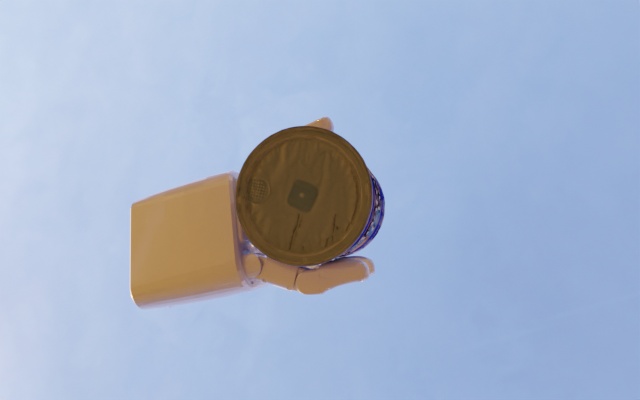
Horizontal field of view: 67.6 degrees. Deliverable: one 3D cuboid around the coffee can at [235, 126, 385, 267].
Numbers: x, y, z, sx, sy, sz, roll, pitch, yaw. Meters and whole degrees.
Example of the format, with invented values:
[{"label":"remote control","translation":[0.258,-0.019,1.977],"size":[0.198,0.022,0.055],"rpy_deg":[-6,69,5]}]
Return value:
[{"label":"coffee can","translation":[0.000,0.001,0.412],"size":[0.103,0.103,0.140],"rpy_deg":[0,-4,12]}]
